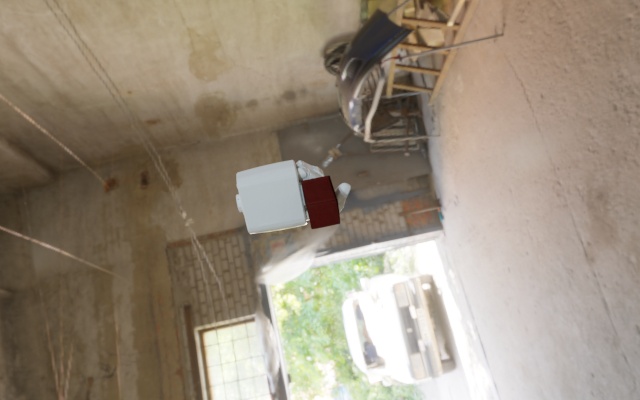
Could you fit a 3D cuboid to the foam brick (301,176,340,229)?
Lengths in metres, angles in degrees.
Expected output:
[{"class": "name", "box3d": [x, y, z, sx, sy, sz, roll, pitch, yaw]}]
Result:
[{"class": "foam brick", "box3d": [0.000, 0.003, 0.809, 0.051, 0.053, 0.078, -11, 35, -3]}]
